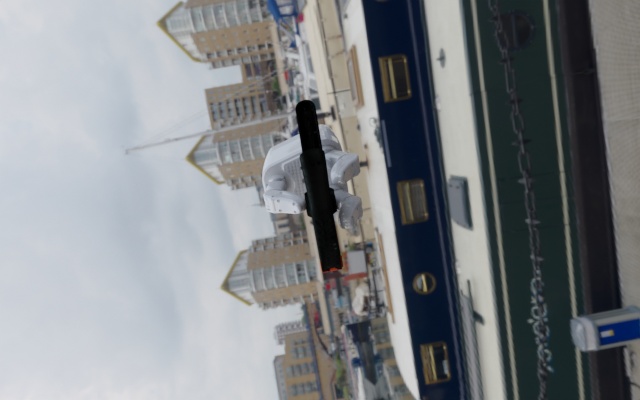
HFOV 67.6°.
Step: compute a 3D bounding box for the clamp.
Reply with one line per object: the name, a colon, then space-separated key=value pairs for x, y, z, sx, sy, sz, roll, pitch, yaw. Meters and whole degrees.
clamp: x=-0.001 y=0.002 z=0.552 sx=0.036 sy=0.210 sz=0.164 roll=-9 pitch=23 yaw=1
